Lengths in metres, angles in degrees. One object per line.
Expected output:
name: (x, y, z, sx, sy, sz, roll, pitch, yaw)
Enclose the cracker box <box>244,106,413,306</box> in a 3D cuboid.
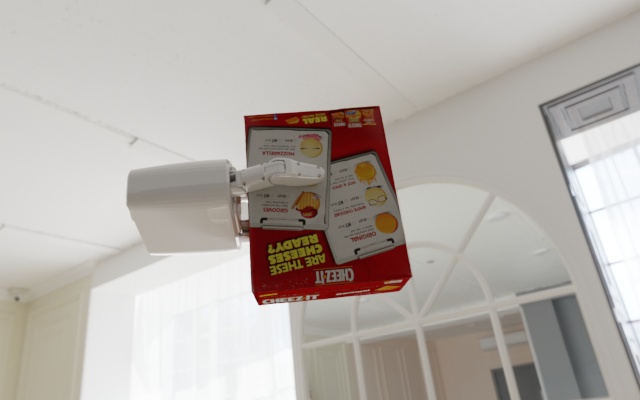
cracker box: (0.000, 0.002, 0.544, 0.164, 0.213, 0.072, -5, -24, -4)
